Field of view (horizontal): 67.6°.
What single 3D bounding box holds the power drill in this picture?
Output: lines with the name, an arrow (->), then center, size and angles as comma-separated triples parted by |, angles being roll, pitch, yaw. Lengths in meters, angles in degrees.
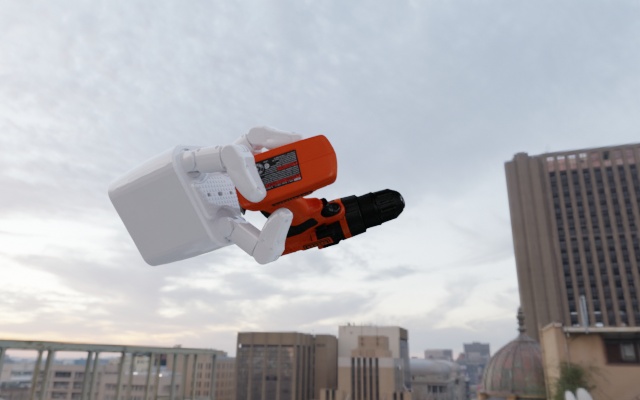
power drill -> 0.000, 0.002, 0.535 | 0.184, 0.057, 0.188 | -19, -27, 6
